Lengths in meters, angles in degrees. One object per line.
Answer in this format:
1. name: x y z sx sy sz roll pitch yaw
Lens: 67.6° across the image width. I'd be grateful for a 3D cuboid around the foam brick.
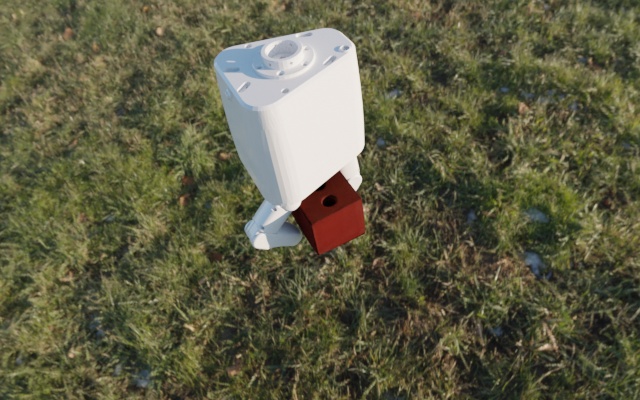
1. foam brick: 0.000 0.002 0.454 0.053 0.078 0.051 -26 -38 -13
